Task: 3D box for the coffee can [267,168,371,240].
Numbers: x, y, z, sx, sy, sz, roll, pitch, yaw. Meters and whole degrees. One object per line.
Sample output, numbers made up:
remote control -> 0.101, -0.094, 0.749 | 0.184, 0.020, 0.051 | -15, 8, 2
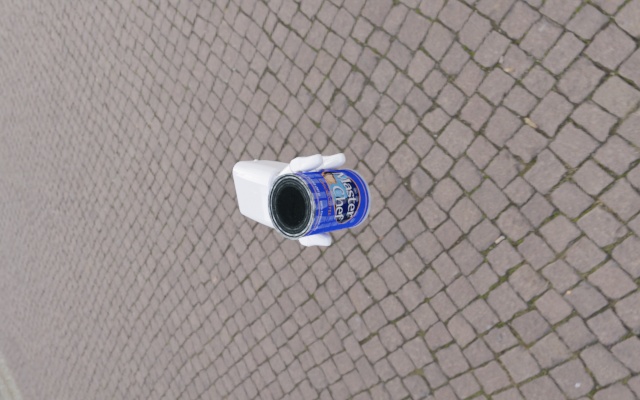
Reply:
coffee can -> 0.000, 0.003, 0.773 | 0.103, 0.103, 0.140 | 0, 5, 42
